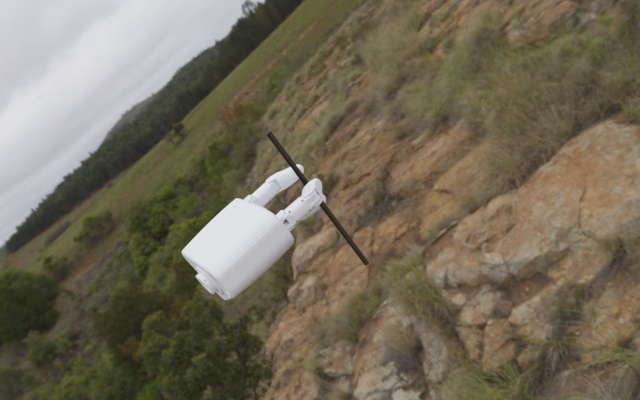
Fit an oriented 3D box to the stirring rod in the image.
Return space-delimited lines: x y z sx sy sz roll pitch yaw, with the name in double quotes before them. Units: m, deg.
"stirring rod" 0.000 0.002 0.672 0.011 0.239 0.011 -33 19 12
